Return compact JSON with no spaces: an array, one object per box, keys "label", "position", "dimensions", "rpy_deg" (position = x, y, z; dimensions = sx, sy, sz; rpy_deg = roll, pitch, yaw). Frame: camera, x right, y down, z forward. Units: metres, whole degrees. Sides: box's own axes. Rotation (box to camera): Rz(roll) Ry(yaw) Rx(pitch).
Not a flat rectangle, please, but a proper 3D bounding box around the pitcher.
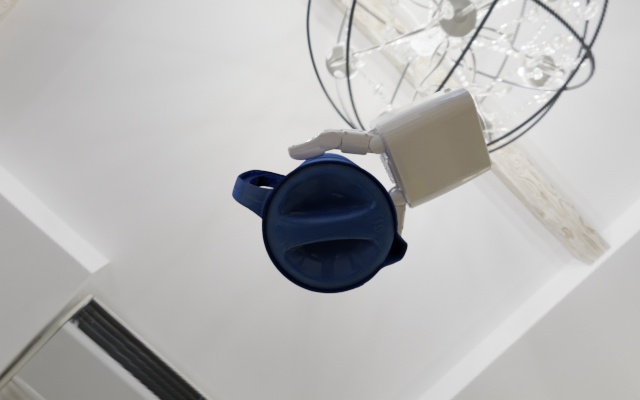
[{"label":"pitcher","position":[0.000,0.002,0.572],"dimensions":[0.145,0.149,0.242],"rpy_deg":[-25,10,5]}]
